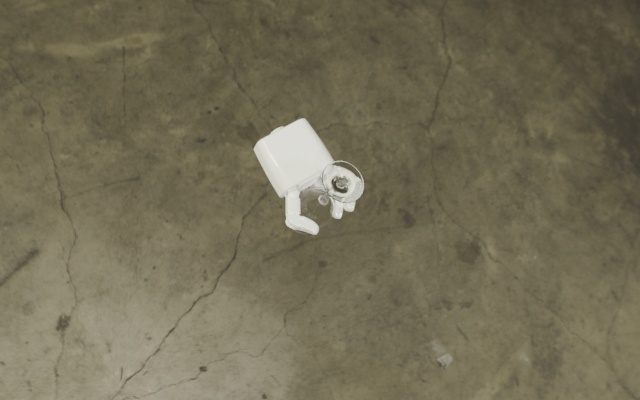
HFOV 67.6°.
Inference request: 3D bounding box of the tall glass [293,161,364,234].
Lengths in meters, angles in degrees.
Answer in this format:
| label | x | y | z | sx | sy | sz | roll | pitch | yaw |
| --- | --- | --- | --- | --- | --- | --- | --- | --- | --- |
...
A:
| label | x | y | z | sx | sy | sz | roll | pitch | yaw |
| --- | --- | --- | --- | --- | --- | --- | --- | --- | --- |
| tall glass | 0.000 | 0.003 | 0.859 | 0.079 | 0.079 | 0.201 | 0 | -20 | -23 |
